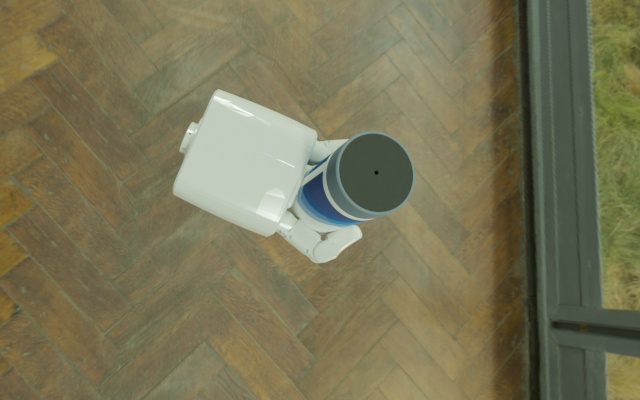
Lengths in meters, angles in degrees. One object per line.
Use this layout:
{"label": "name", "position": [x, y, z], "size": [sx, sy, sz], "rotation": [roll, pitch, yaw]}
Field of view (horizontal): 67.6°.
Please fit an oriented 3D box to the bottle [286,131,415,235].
{"label": "bottle", "position": [0.000, 0.002, 0.505], "size": [0.069, 0.069, 0.296], "rotation": [0, -9, -17]}
